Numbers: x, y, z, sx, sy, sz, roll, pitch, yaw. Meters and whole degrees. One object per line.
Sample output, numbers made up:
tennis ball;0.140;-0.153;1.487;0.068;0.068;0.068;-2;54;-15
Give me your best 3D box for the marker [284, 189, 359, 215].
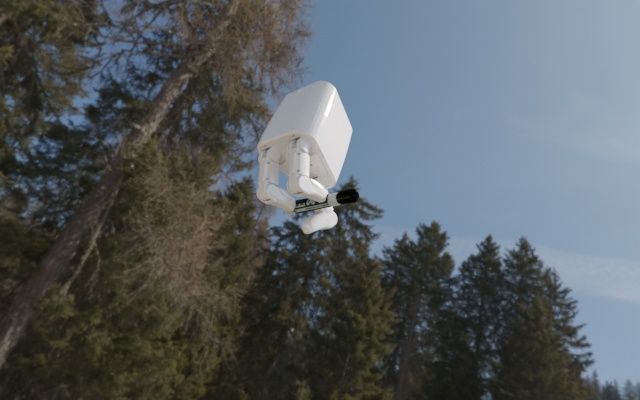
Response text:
marker;0.000;0.002;0.635;0.121;0.020;0.020;-12;-7;39
